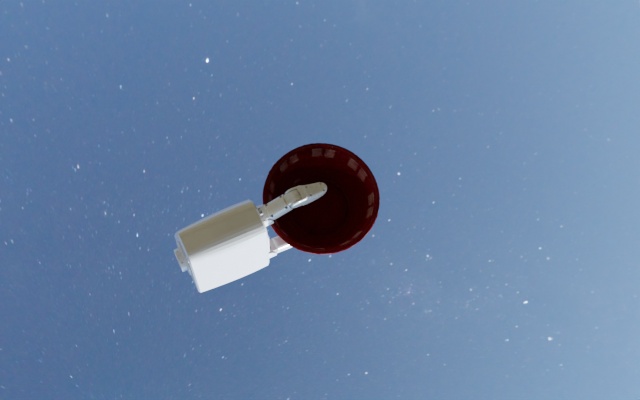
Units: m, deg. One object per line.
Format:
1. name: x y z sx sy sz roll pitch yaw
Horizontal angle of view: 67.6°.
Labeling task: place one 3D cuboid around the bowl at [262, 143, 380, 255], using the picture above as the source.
1. bowl: 0.001 0.002 0.680 0.162 0.162 0.055 0 -18 -3
